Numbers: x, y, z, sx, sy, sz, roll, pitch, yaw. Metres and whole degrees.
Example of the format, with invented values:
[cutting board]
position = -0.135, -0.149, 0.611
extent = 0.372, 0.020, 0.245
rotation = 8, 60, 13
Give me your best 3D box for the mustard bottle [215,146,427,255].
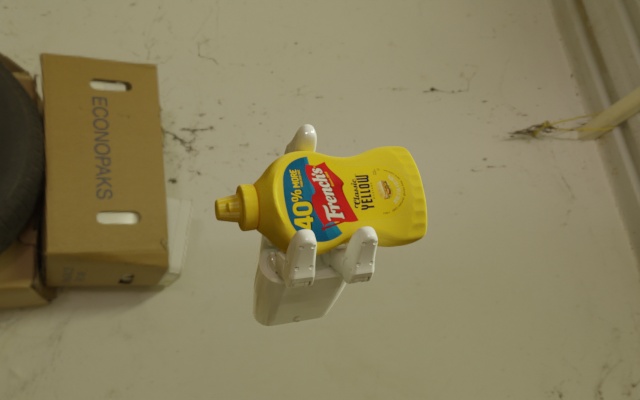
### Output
[mustard bottle]
position = 0.000, 0.001, 0.441
extent = 0.191, 0.096, 0.058
rotation = -4, -14, -20
